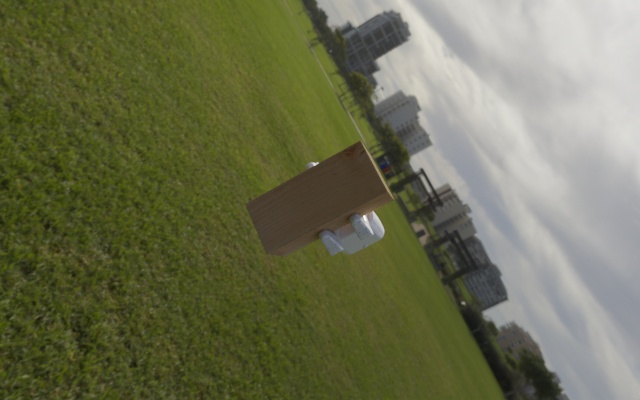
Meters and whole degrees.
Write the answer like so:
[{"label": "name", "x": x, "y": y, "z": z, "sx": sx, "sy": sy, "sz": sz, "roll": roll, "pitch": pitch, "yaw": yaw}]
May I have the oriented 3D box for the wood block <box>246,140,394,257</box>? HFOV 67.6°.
[{"label": "wood block", "x": 0.000, "y": 0.002, "z": 0.759, "sx": 0.206, "sy": 0.090, "sz": 0.090, "roll": -28, "pitch": -16, "yaw": 10}]
